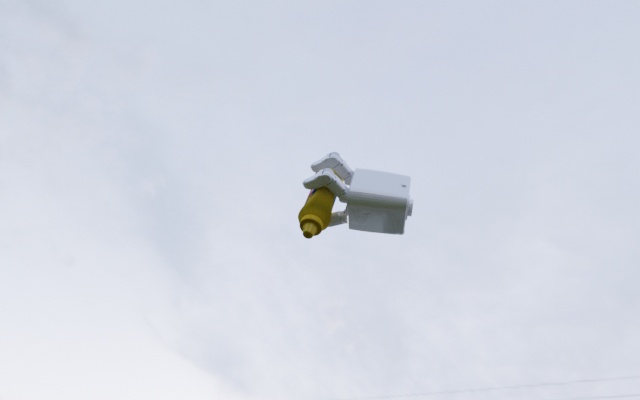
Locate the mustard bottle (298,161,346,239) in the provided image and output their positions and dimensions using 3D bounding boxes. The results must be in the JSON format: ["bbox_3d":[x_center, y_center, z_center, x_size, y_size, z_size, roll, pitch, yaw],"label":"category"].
[{"bbox_3d":[0.000,0.003,0.887,0.058,0.096,0.191,26,39,-5],"label":"mustard bottle"}]
